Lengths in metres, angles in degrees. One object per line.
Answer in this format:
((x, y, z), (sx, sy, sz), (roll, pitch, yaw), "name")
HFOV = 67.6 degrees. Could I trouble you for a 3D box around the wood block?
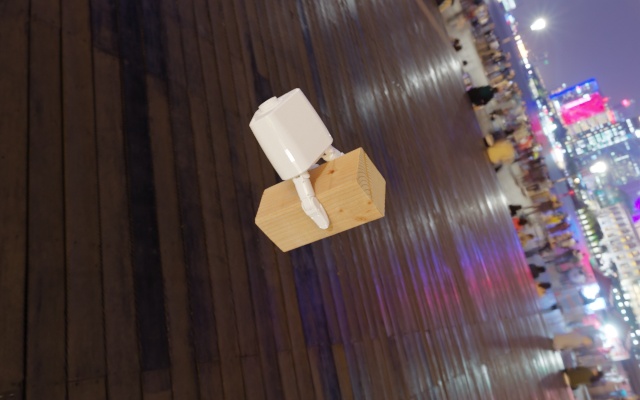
((0.000, 0.003, 0.830), (0.206, 0.090, 0.090), (-22, -54, 27), "wood block")
